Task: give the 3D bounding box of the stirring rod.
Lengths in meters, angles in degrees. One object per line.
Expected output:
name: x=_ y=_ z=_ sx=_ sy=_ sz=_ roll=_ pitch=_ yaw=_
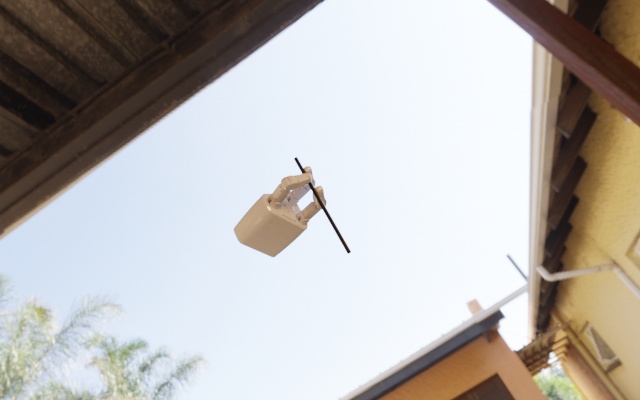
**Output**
stirring rod: x=0.000 y=0.003 z=0.900 sx=0.011 sy=0.239 sz=0.011 roll=-20 pitch=-34 yaw=-14
